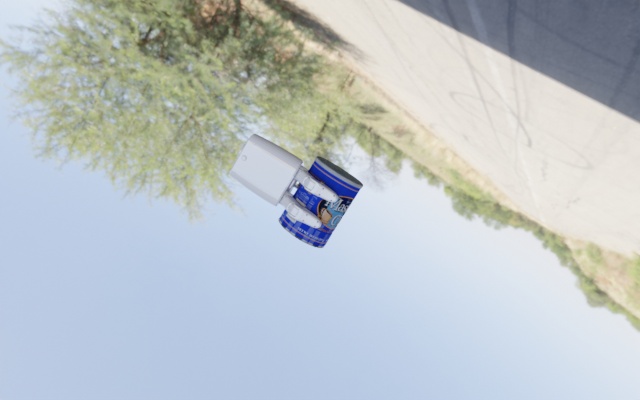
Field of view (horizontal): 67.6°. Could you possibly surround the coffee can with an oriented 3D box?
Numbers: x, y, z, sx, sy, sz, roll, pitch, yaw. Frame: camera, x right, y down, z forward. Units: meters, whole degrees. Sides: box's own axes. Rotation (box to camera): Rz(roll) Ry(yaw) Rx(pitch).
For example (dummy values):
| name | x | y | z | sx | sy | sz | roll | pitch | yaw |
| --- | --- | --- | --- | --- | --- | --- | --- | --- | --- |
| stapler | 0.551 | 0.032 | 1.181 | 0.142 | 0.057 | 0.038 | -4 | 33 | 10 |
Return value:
| name | x | y | z | sx | sy | sz | roll | pitch | yaw |
| --- | --- | --- | --- | --- | --- | --- | --- | --- | --- |
| coffee can | 0.000 | 0.003 | 0.894 | 0.103 | 0.140 | 0.102 | 31 | 11 | -6 |
